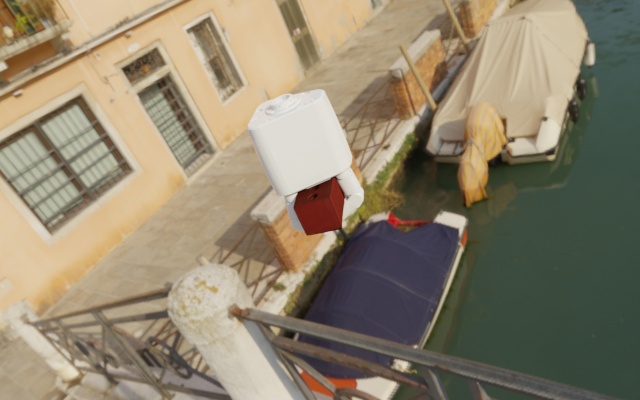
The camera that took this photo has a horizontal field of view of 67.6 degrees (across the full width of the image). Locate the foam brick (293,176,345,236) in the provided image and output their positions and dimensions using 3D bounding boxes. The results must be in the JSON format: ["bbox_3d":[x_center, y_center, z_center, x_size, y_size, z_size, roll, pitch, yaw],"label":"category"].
[{"bbox_3d":[0.000,0.002,0.657,0.053,0.051,0.078,-14,31,15],"label":"foam brick"}]
